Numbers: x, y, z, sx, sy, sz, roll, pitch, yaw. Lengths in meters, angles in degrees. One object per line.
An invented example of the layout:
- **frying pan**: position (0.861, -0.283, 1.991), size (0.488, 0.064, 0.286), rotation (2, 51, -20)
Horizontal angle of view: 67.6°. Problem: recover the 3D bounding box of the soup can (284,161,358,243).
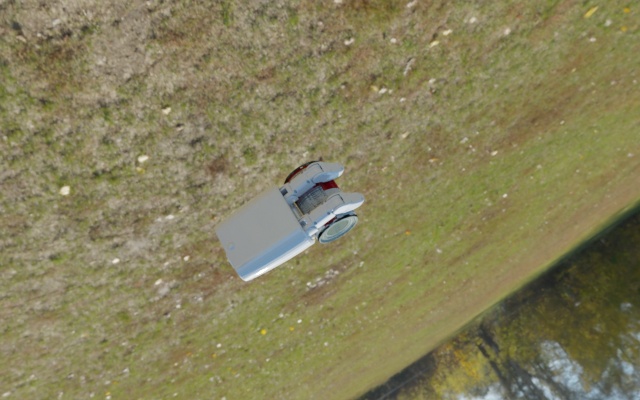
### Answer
- **soup can**: position (0.001, 0.002, 0.690), size (0.068, 0.102, 0.068), rotation (-27, -23, -13)
